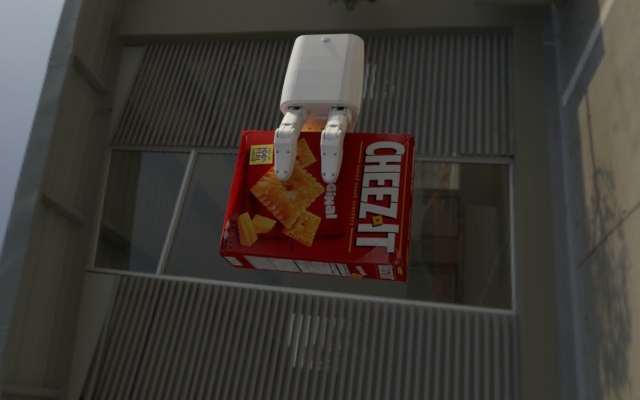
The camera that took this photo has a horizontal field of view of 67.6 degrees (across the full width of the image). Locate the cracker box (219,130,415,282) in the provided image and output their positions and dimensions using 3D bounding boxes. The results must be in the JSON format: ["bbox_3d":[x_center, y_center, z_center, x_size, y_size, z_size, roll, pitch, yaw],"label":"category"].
[{"bbox_3d":[0.000,0.002,0.570,0.213,0.164,0.072,3,-22,13],"label":"cracker box"}]
